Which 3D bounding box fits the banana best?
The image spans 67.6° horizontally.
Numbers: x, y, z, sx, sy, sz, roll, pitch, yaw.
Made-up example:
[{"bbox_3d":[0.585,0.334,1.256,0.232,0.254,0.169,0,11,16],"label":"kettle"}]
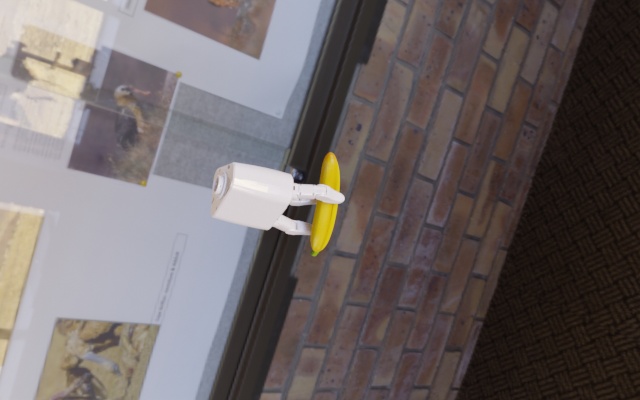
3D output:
[{"bbox_3d":[0.007,0.007,0.871,0.037,0.198,0.069,11,-1,-22],"label":"banana"}]
